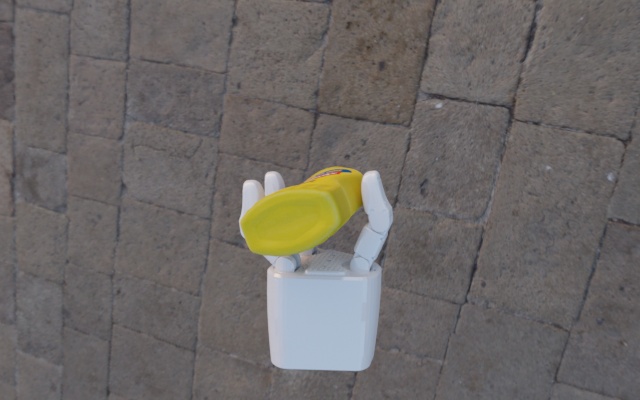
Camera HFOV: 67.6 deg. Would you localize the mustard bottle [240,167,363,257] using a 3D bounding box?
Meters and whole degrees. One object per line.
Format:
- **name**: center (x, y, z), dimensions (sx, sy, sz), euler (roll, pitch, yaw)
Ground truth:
- **mustard bottle**: center (0.000, 0.001, 0.498), dimensions (0.096, 0.058, 0.191), euler (-20, 4, 21)
